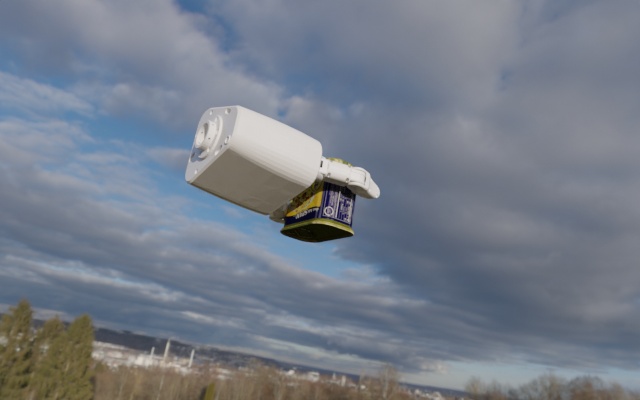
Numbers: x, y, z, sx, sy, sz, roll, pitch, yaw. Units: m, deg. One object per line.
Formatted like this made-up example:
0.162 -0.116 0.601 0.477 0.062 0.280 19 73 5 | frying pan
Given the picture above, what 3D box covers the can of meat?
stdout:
0.000 0.002 0.593 0.057 0.084 0.102 20 -21 -31 | can of meat
